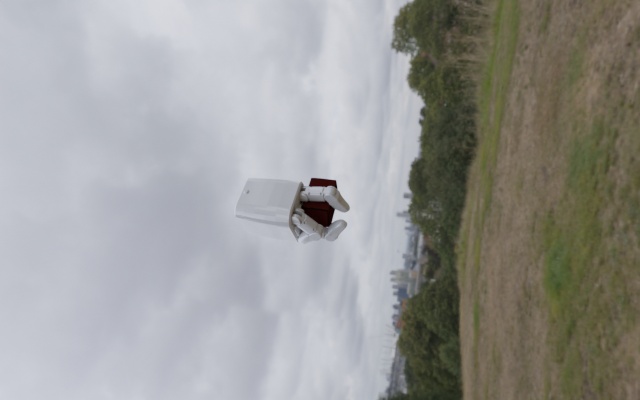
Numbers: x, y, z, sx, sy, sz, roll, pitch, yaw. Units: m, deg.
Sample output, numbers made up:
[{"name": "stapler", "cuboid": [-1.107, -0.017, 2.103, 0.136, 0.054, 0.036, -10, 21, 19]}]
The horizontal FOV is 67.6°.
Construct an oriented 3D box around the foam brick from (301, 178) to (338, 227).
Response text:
[{"name": "foam brick", "cuboid": [0.000, 0.003, 0.897, 0.051, 0.078, 0.053, 6, -40, 13]}]
